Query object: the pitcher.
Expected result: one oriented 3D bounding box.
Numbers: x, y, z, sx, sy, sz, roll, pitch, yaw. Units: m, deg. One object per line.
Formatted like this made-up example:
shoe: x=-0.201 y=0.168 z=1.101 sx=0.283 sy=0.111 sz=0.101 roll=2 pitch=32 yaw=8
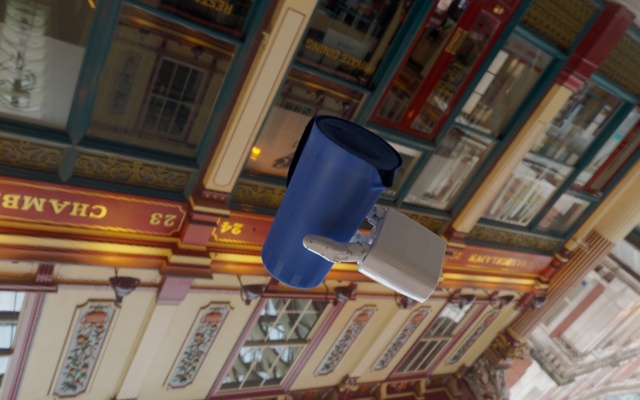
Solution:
pitcher: x=0.000 y=0.002 z=0.703 sx=0.145 sy=0.243 sz=0.149 roll=28 pitch=26 yaw=-1
